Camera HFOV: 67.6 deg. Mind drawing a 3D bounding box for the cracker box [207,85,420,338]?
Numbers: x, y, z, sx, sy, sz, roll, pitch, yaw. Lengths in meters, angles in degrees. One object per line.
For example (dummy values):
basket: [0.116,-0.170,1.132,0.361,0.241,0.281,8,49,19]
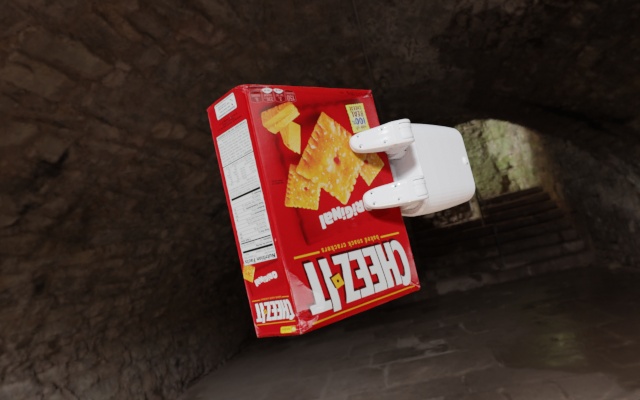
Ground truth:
cracker box: [0.000,0.001,0.455,0.164,0.213,0.072,-8,-8,-42]
